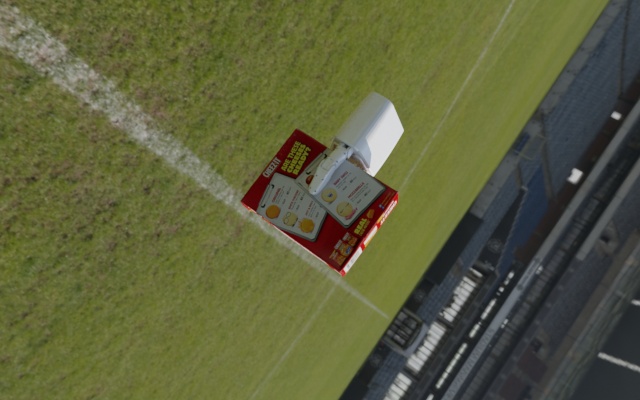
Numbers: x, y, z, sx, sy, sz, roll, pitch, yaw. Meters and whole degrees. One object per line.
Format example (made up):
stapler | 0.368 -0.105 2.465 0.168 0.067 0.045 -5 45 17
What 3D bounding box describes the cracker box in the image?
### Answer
cracker box | 0.000 0.003 0.817 0.213 0.164 0.072 34 -10 17
